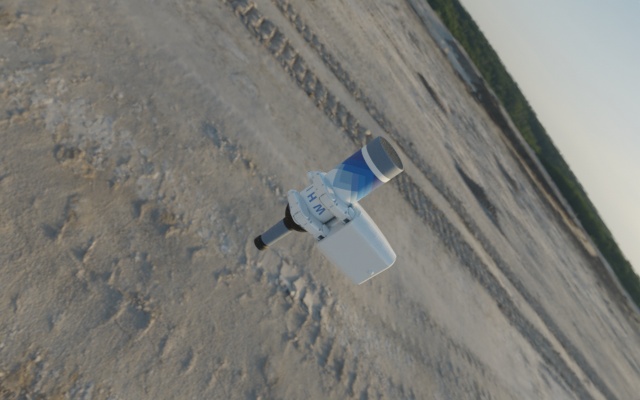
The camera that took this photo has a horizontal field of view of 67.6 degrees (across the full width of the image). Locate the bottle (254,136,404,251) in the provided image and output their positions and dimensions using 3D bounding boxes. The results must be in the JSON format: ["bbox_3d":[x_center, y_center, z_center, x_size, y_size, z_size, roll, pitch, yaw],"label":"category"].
[{"bbox_3d":[0.000,0.002,0.806,0.296,0.069,0.069,-35,-15,23],"label":"bottle"}]
